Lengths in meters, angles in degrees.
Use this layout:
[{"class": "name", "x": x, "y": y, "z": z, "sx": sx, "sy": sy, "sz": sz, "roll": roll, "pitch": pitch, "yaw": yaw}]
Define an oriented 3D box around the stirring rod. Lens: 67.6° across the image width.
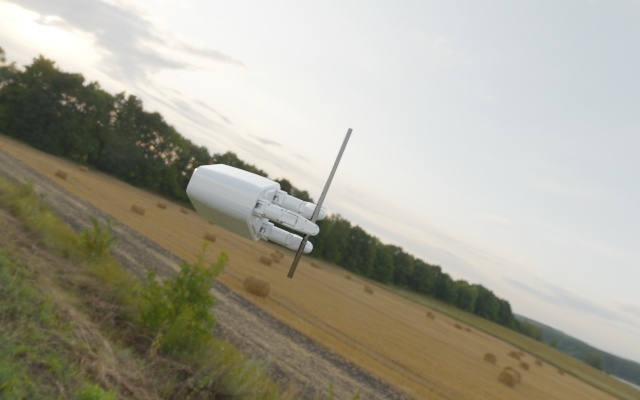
[{"class": "stirring rod", "x": 0.000, "y": 0.002, "z": 0.709, "sx": 0.011, "sy": 0.239, "sz": 0.011, "roll": 22, "pitch": -6, "yaw": 2}]
